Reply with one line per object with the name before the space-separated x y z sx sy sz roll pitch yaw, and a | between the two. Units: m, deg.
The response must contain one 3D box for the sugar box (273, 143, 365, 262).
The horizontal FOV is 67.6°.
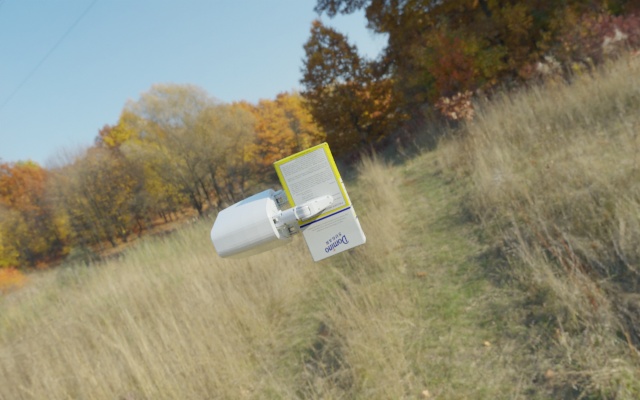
sugar box | 0.000 0.002 0.787 0.093 0.176 0.048 -21 6 8
